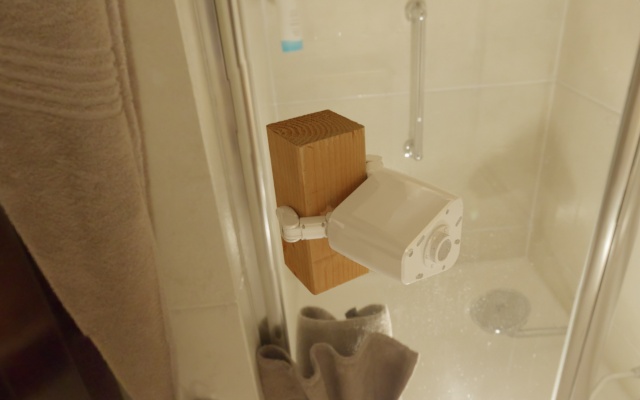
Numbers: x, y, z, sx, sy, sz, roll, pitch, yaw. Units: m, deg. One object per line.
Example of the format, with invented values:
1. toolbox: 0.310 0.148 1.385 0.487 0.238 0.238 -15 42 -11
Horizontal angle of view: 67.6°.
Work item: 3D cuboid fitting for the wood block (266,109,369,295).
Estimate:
1. wood block: 0.000 0.002 0.607 0.091 0.206 0.090 -19 32 -24
